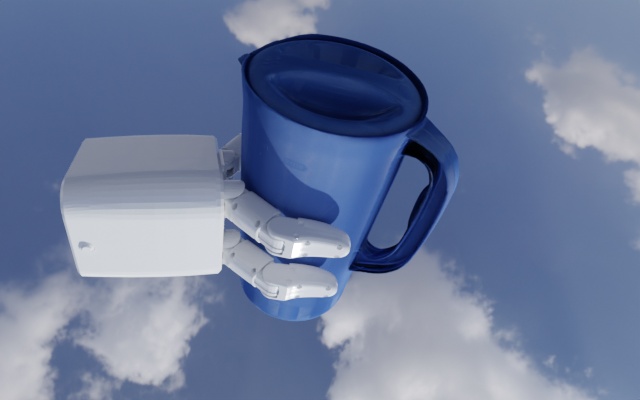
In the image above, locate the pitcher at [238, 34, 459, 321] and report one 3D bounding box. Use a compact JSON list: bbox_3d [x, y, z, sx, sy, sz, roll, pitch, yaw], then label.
[{"bbox_3d":[0.000,0.001,0.407,0.145,0.243,0.149,-2,45,-16],"label":"pitcher"}]
